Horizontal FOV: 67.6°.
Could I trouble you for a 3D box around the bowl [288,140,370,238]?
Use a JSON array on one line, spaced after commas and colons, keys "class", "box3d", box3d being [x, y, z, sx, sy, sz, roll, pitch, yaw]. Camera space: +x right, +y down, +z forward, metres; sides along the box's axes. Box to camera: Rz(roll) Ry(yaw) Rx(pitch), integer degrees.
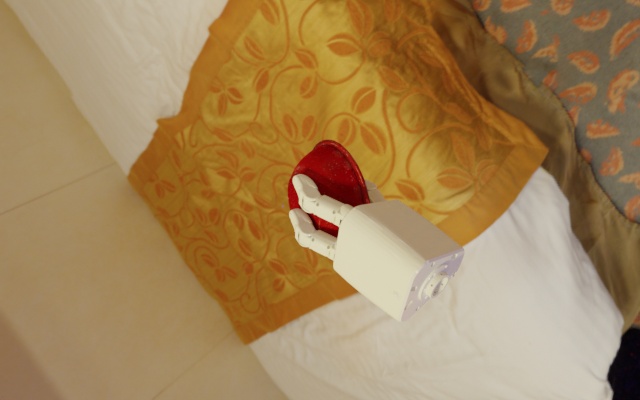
[{"class": "bowl", "box3d": [-0.001, 0.002, 0.642, 0.055, 0.162, 0.162, -15, 7, -26]}]
